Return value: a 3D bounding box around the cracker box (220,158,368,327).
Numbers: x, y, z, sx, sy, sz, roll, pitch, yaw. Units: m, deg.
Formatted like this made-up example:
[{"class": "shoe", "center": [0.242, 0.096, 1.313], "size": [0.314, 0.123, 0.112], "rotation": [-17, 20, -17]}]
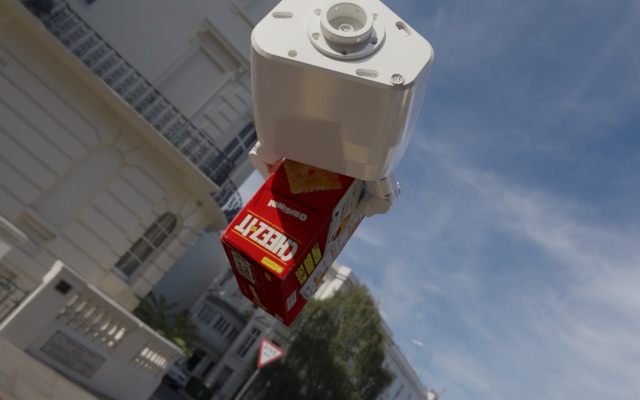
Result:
[{"class": "cracker box", "center": [0.000, 0.002, 0.473], "size": [0.072, 0.213, 0.164], "rotation": [31, -24, 13]}]
